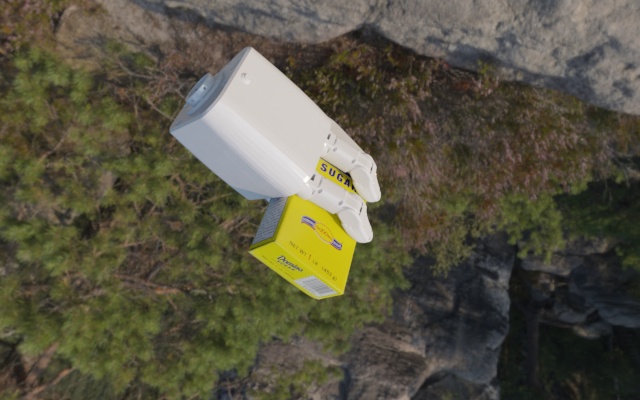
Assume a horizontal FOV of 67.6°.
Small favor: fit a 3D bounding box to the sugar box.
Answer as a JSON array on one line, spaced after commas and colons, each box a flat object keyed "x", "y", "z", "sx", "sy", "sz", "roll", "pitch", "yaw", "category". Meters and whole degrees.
[{"x": 0.000, "y": 0.001, "z": 0.489, "sx": 0.048, "sy": 0.176, "sz": 0.093, "roll": -21, "pitch": -52, "yaw": 42, "category": "sugar box"}]
